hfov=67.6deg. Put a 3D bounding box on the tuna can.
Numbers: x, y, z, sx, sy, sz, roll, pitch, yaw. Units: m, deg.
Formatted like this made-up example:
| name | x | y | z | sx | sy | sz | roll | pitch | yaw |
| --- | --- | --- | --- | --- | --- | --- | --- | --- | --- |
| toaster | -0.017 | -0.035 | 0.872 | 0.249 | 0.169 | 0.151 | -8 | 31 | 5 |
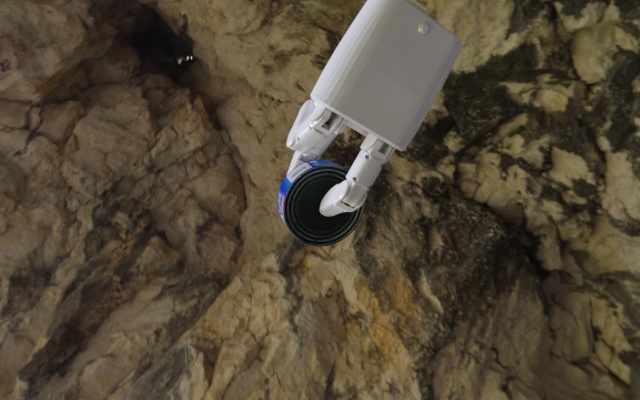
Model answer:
| name | x | y | z | sx | sy | sz | roll | pitch | yaw |
| --- | --- | --- | --- | --- | --- | --- | --- | --- | --- |
| tuna can | 0.000 | 0.001 | 0.491 | 0.086 | 0.086 | 0.033 | 0 | 18 | -18 |
